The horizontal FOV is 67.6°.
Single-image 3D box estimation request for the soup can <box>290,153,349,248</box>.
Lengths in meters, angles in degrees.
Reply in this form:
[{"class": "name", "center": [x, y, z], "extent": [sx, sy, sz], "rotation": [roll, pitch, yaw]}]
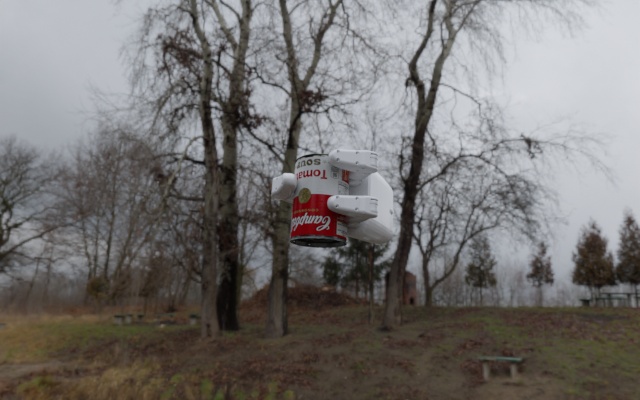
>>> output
[{"class": "soup can", "center": [0.000, 0.001, 0.578], "extent": [0.068, 0.102, 0.068], "rotation": [3, -14, 1]}]
